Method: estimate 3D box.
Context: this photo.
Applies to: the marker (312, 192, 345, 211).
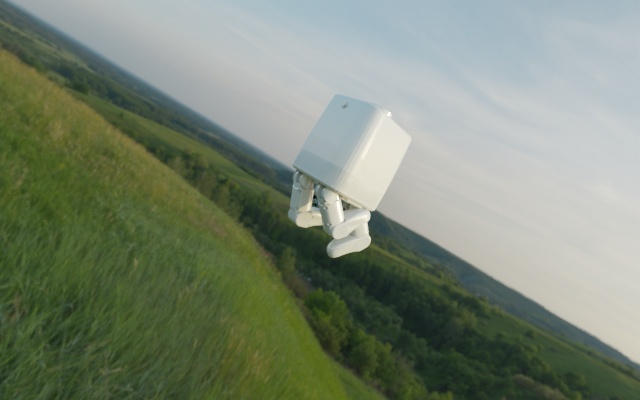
[{"bbox_3d":[0.000,0.002,0.657,0.020,0.020,0.121,0,20,-33],"label":"marker"}]
